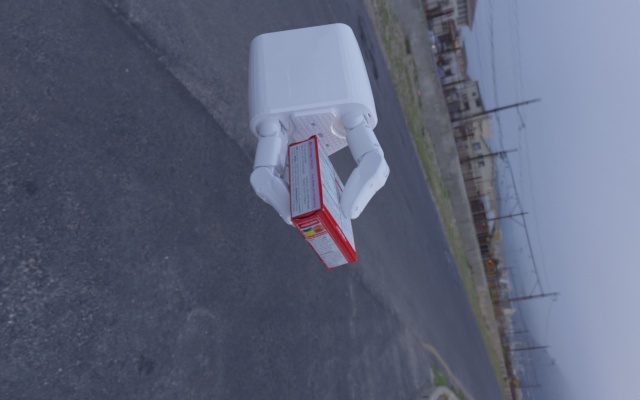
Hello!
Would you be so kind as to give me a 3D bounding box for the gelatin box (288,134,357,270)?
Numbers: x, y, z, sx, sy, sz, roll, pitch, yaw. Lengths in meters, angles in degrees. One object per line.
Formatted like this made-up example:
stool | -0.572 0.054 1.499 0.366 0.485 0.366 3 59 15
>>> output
gelatin box | 0.001 0.001 0.401 0.030 0.089 0.073 -19 -44 13
